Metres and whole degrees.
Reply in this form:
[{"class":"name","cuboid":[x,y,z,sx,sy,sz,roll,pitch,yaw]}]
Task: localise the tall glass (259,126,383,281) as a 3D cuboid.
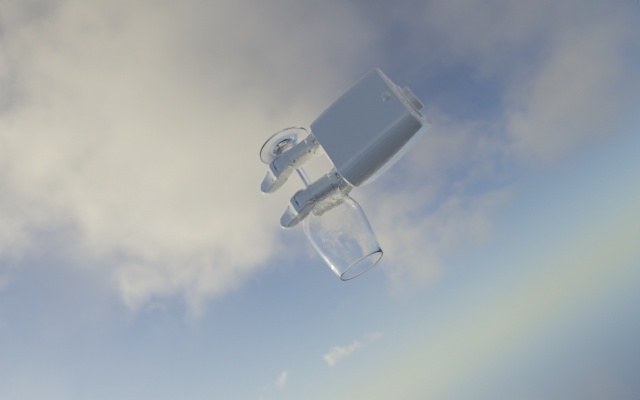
[{"class":"tall glass","cuboid":[0.000,0.002,0.610,0.079,0.201,0.079,-27,-23,-13]}]
